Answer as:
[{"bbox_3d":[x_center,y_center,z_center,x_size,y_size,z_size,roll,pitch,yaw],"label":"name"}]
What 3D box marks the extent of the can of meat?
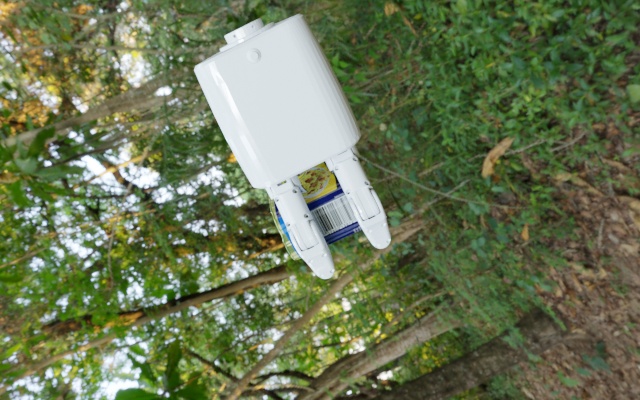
[{"bbox_3d":[0.000,0.002,0.449,0.084,0.057,0.102,-25,25,3],"label":"can of meat"}]
